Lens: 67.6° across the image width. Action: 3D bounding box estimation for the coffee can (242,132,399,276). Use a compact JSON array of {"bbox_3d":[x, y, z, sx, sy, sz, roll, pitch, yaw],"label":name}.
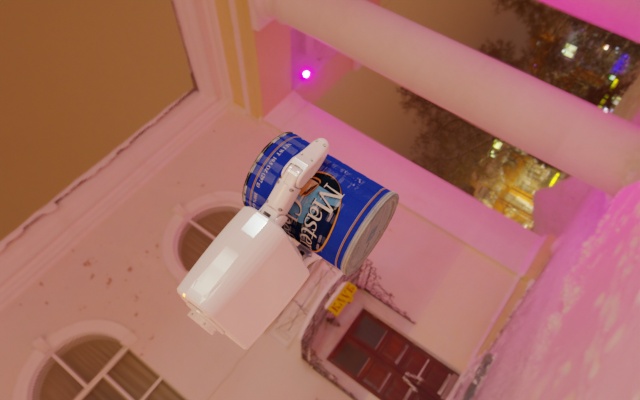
[{"bbox_3d":[0.000,0.002,0.528,0.140,0.103,0.103,32,11,18],"label":"coffee can"}]
